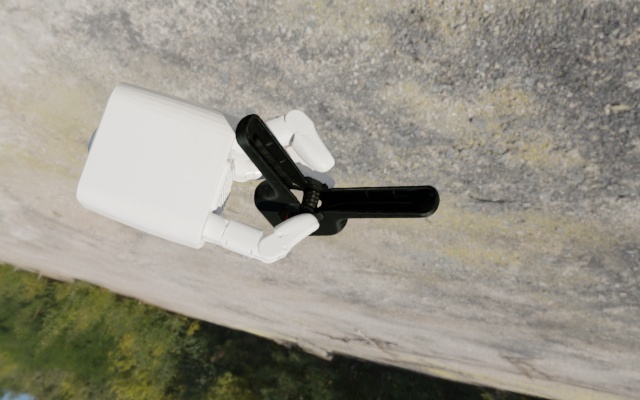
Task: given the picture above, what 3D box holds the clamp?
[{"bbox_3d":[0.000,0.002,0.437,0.164,0.036,0.210,20,-21,-4],"label":"clamp"}]
